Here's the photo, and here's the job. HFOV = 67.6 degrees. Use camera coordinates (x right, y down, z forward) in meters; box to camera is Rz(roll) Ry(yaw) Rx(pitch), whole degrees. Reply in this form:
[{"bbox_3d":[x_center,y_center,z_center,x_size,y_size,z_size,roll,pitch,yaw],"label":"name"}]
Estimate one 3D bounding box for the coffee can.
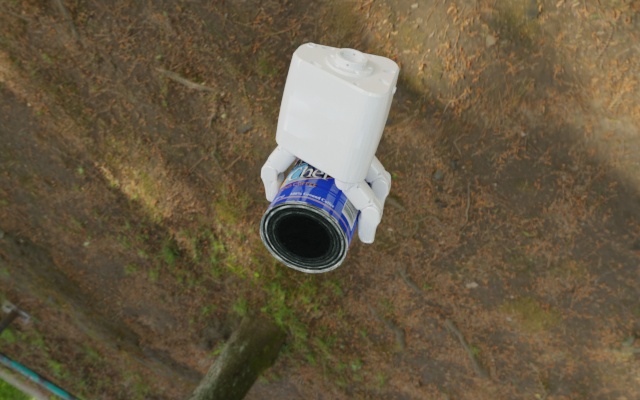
[{"bbox_3d":[0.000,0.002,0.576,0.103,0.103,0.140,0,36,20],"label":"coffee can"}]
